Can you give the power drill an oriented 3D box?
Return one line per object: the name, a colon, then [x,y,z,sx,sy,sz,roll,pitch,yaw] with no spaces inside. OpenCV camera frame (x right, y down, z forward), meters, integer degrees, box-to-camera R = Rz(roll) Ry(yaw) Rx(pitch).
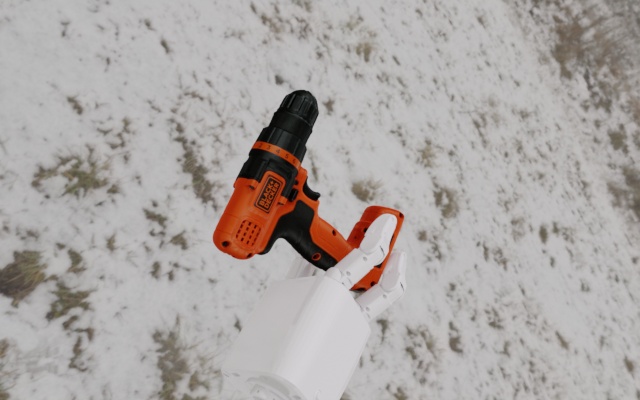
power drill: [0.000,0.002,0.506,0.188,0.184,0.057,31,-13,-26]
